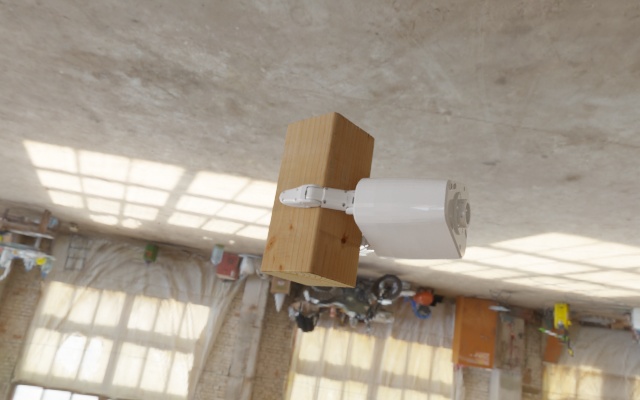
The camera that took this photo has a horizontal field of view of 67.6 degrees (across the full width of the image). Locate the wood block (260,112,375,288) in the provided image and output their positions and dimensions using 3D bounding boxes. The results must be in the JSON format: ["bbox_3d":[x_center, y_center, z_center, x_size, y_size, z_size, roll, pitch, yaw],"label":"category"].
[{"bbox_3d":[0.000,0.002,0.628,0.090,0.206,0.091,-6,-23,42],"label":"wood block"}]
